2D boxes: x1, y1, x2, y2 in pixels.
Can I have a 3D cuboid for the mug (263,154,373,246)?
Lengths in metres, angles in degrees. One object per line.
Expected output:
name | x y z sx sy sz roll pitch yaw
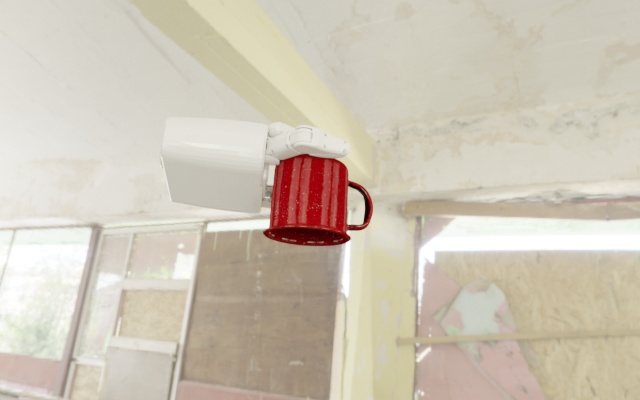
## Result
mug | 0.002 0.002 0.517 0.117 0.081 0.093 6 -17 -7
